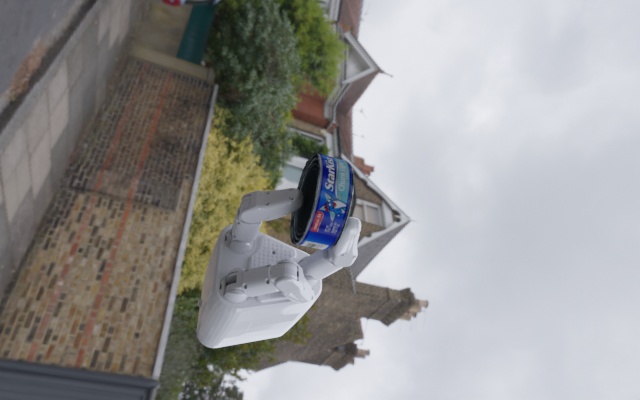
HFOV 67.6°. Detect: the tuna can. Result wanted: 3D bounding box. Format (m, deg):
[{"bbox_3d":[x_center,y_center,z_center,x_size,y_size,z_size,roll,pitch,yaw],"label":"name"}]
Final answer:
[{"bbox_3d":[0.001,0.002,0.436,0.034,0.086,0.086,13,-3,-14],"label":"tuna can"}]
